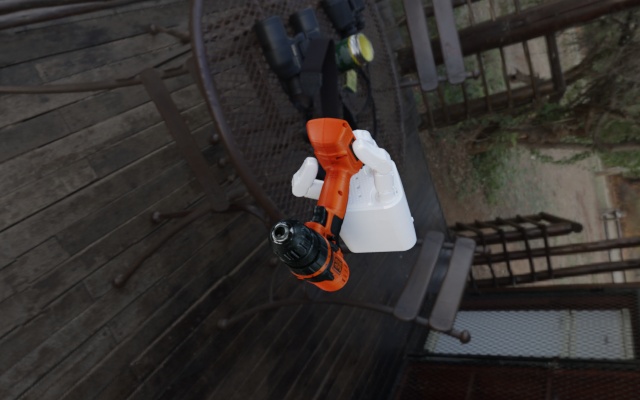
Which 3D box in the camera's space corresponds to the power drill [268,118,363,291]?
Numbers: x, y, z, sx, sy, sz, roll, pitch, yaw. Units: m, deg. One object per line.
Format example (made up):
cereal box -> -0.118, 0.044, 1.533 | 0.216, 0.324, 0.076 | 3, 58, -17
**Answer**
power drill -> 0.000, 0.002, 0.562 | 0.057, 0.187, 0.184 | 5, -20, 19
